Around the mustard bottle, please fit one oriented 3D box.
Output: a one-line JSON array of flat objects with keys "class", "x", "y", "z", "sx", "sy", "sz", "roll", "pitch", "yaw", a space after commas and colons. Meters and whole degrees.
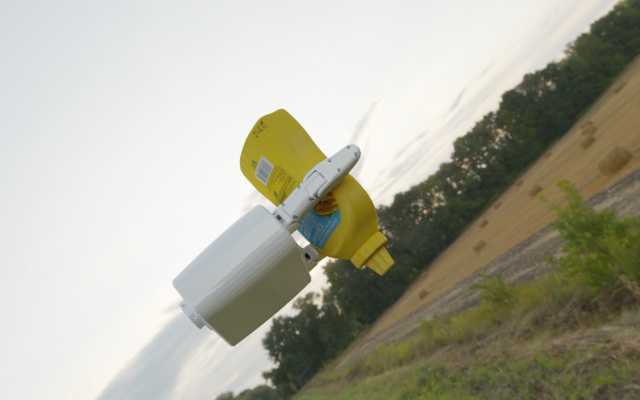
[{"class": "mustard bottle", "x": 0.000, "y": 0.001, "z": 0.485, "sx": 0.058, "sy": 0.191, "sz": 0.096, "roll": -33, "pitch": -18, "yaw": -40}]
